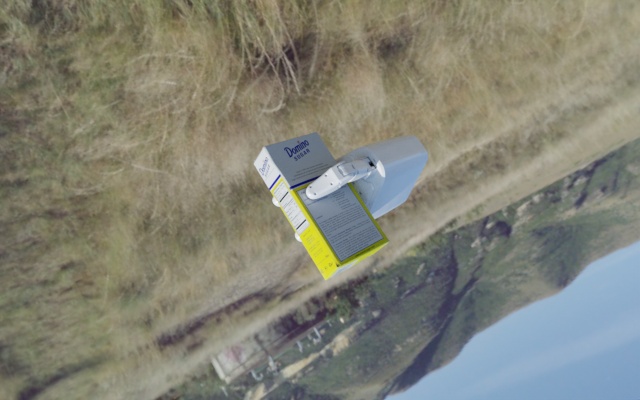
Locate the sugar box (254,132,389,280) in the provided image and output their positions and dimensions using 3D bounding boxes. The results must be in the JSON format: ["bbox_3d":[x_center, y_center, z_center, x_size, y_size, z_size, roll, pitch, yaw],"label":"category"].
[{"bbox_3d":[0.000,0.002,0.604,0.093,0.176,0.048,-21,-19,-39],"label":"sugar box"}]
